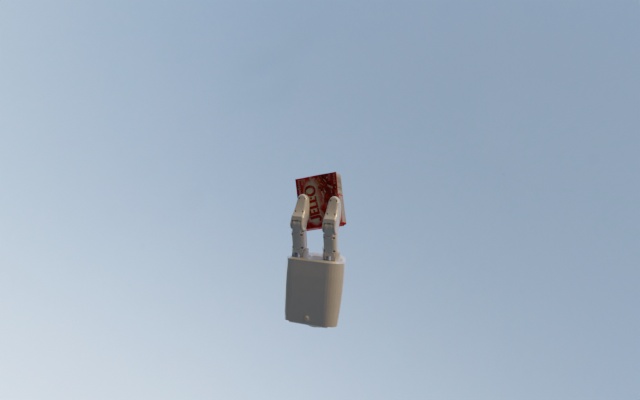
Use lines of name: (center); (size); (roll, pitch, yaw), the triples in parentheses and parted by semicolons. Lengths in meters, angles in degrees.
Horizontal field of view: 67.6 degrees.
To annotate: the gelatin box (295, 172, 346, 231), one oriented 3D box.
gelatin box: (0.000, 0.002, 0.791); (0.073, 0.089, 0.030); (-10, -11, 19)
